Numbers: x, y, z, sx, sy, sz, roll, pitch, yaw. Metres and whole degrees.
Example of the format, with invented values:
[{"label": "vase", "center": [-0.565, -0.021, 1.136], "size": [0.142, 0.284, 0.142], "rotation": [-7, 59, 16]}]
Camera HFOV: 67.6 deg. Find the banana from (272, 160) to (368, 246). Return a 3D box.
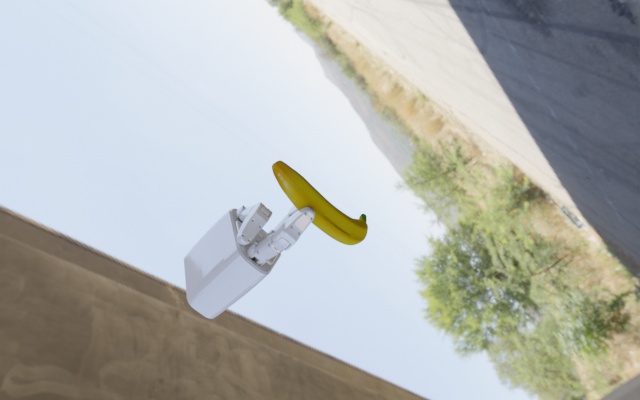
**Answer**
[{"label": "banana", "center": [0.009, 0.016, 0.624], "size": [0.037, 0.069, 0.198], "rotation": [-42, -44, 15]}]
